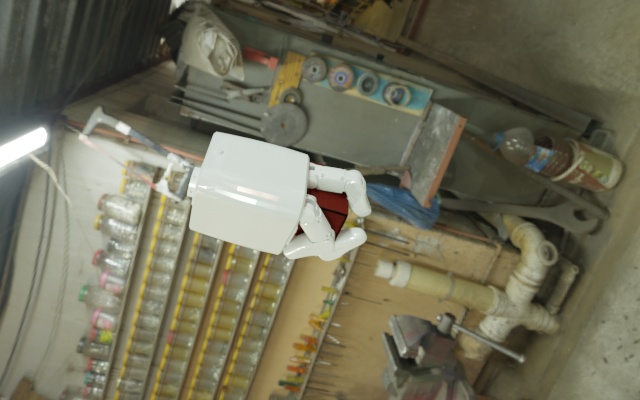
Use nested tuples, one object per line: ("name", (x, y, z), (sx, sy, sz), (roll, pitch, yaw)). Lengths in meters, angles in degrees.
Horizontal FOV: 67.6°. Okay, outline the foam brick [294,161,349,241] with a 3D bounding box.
("foam brick", (0.000, 0.002, 0.555), (0.051, 0.053, 0.078), (15, 40, -10))
